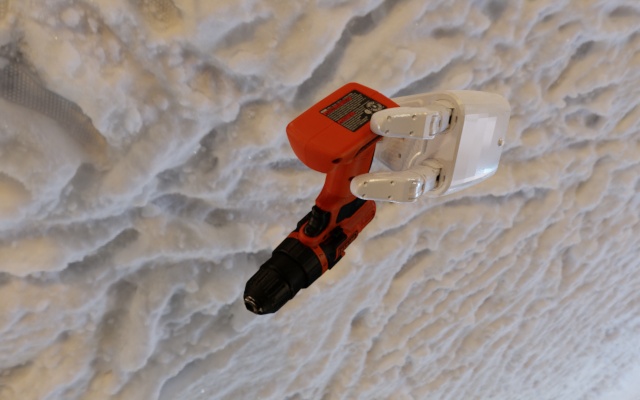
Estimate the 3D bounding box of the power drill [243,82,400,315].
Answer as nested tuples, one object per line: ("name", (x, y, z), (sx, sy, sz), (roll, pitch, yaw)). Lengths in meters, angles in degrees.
("power drill", (0.000, 0.001, 0.432), (0.057, 0.188, 0.184), (33, 51, 18))
